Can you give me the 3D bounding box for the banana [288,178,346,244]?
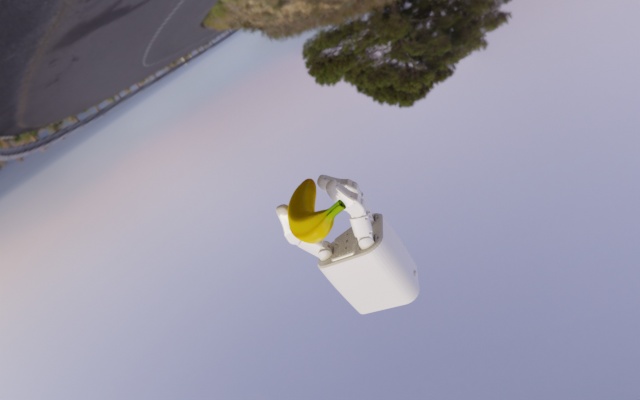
[{"bbox_3d":[-0.013,0.015,0.612,0.069,0.037,0.197,-42,17,-2],"label":"banana"}]
